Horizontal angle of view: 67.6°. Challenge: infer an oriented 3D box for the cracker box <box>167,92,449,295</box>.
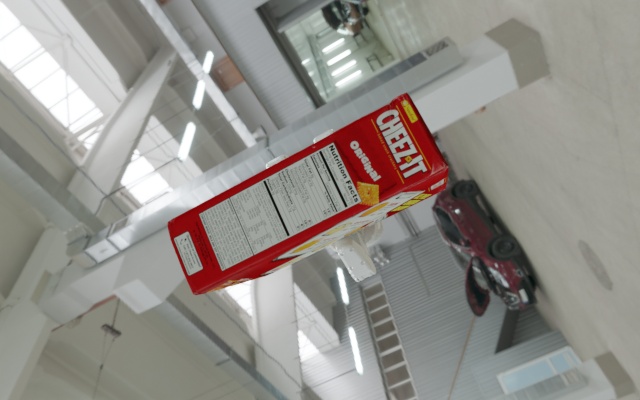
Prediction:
[{"bbox_3d":[0.000,0.002,0.425,0.214,0.072,0.164,-27,-9,11],"label":"cracker box"}]
